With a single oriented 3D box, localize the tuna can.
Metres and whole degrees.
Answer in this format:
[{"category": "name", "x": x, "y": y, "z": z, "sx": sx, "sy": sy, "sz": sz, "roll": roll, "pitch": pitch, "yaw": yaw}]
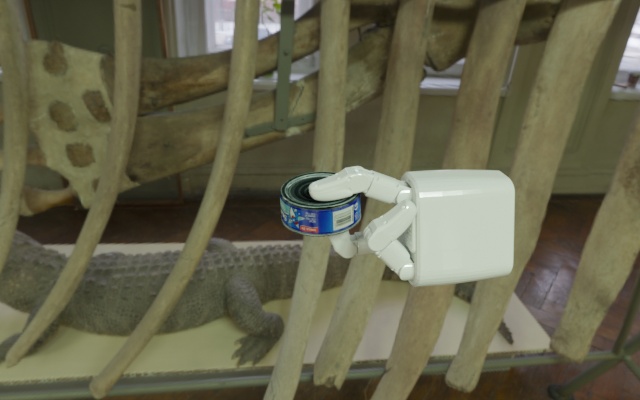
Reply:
[{"category": "tuna can", "x": 0.000, "y": 0.001, "z": 0.503, "sx": 0.086, "sy": 0.034, "sz": 0.086, "roll": -2, "pitch": 28, "yaw": 1}]
